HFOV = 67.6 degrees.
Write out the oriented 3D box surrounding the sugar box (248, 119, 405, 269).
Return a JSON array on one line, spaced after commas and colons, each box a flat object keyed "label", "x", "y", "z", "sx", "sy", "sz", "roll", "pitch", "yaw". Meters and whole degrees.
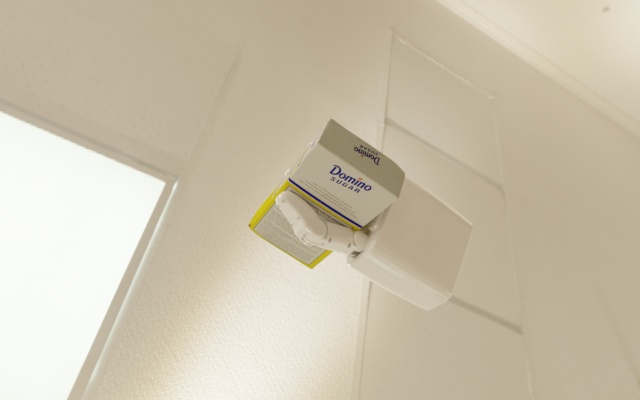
[{"label": "sugar box", "x": 0.000, "y": 0.001, "z": 0.503, "sx": 0.093, "sy": 0.048, "sz": 0.176, "roll": 34, "pitch": -43, "yaw": -10}]
